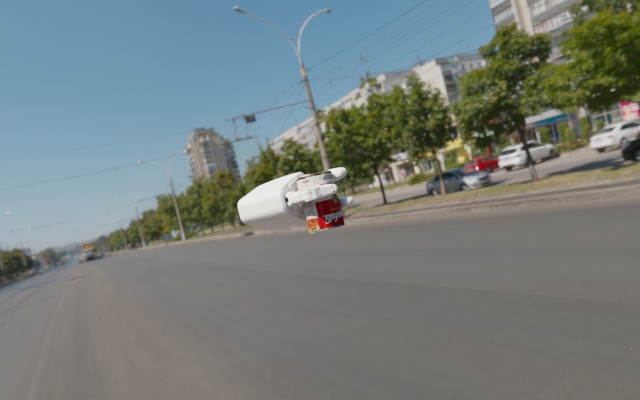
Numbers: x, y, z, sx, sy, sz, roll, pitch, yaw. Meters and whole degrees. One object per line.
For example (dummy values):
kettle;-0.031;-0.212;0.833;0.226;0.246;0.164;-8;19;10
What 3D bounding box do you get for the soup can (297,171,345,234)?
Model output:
soup can;0.000;0.002;0.867;0.068;0.102;0.068;-14;0;0
